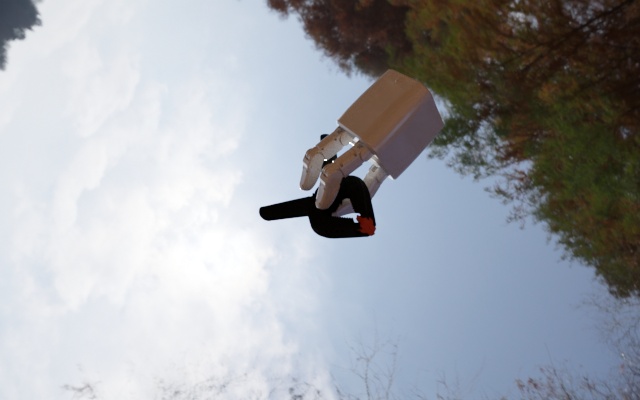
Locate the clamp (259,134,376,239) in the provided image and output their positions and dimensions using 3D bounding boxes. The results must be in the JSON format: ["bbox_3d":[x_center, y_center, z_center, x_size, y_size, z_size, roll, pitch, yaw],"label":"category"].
[{"bbox_3d":[0.001,0.003,0.668,0.036,0.164,0.210,41,4,-39],"label":"clamp"}]
